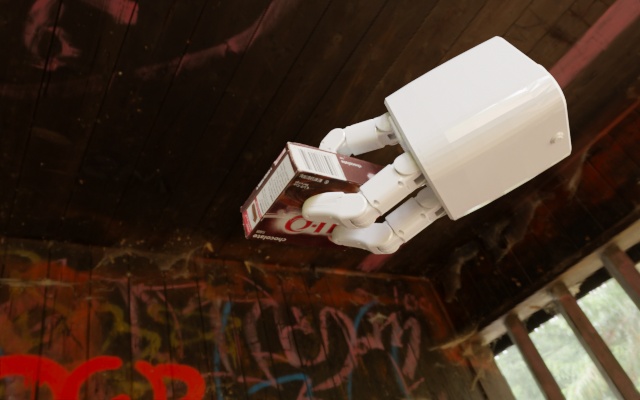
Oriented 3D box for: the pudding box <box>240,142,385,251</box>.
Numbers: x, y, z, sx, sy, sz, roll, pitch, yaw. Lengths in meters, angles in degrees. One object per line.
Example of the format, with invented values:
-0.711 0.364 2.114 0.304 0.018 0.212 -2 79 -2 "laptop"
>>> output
0.000 0.001 0.420 0.113 0.039 0.090 13 -47 -34 "pudding box"
